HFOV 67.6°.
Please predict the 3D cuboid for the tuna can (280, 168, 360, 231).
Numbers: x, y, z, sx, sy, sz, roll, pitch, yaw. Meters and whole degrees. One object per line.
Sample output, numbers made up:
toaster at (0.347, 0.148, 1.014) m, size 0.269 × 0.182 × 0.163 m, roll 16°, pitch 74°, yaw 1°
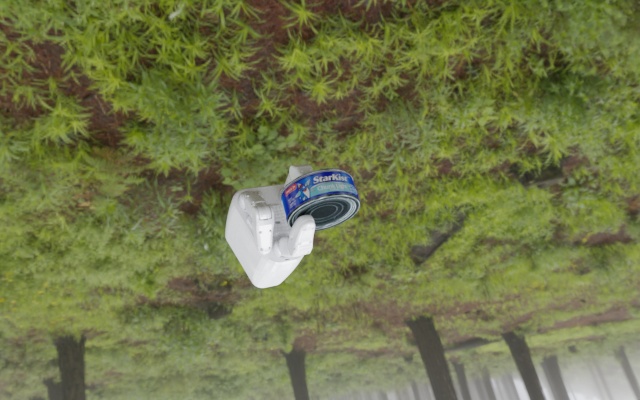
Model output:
tuna can at (0.000, 0.002, 0.533) m, size 0.086 × 0.033 × 0.086 m, roll -13°, pitch -27°, yaw -7°
